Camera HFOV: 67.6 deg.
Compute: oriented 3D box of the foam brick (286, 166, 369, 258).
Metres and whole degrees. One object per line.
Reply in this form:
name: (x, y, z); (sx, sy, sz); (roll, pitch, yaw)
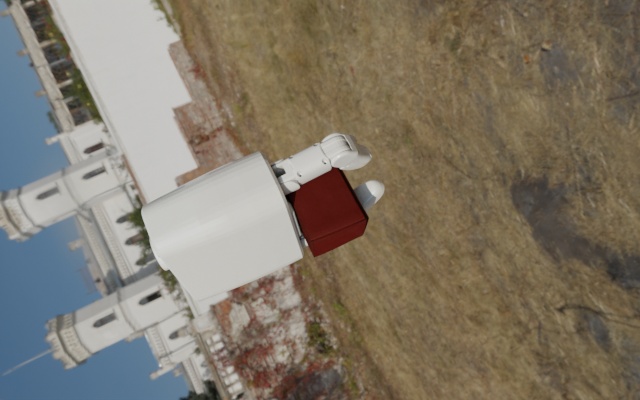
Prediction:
foam brick: (0.000, 0.002, 0.416); (0.051, 0.078, 0.053); (-25, -20, -9)
